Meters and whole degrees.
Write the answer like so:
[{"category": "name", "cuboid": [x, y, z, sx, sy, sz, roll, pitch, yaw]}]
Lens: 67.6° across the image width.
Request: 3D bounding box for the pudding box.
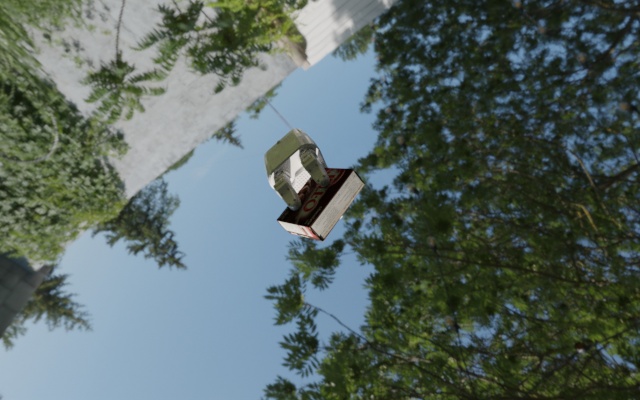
[{"category": "pudding box", "cuboid": [0.000, 0.002, 0.704, 0.039, 0.113, 0.090, 45, -21, -28]}]
